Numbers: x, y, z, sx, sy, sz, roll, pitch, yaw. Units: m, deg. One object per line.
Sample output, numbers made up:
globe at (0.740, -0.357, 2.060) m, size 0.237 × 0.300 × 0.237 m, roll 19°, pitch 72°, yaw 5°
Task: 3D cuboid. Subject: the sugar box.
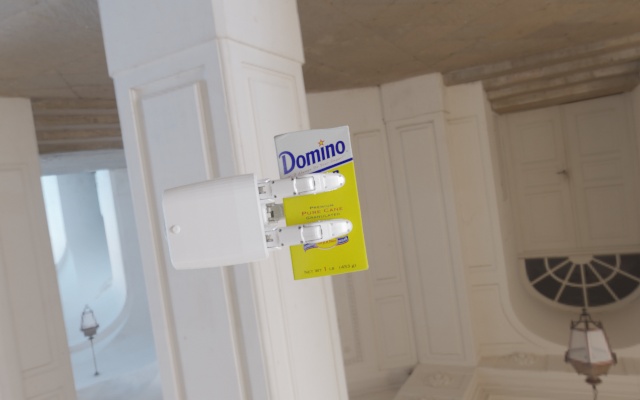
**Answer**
sugar box at (0.000, 0.002, 0.584) m, size 0.093 × 0.176 × 0.048 m, roll -9°, pitch 2°, yaw -3°
